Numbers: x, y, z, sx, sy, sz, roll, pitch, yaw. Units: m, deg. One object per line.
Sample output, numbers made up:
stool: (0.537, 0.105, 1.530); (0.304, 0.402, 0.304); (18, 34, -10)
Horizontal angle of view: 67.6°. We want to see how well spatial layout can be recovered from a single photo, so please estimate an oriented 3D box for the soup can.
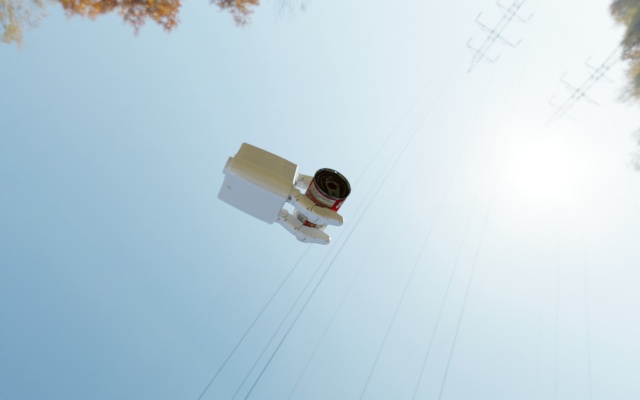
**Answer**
soup can: (0.000, 0.003, 0.822); (0.068, 0.068, 0.102); (0, -39, -31)
